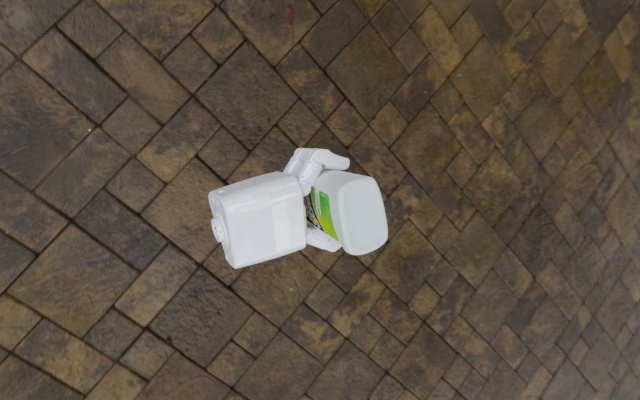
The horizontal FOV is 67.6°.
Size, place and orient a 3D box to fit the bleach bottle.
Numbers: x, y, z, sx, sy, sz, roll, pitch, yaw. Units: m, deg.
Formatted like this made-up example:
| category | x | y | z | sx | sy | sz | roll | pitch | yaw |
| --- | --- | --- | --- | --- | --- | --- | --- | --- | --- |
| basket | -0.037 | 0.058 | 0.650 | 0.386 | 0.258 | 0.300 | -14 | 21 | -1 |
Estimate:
| category | x | y | z | sx | sy | sz | roll | pitch | yaw |
| --- | --- | --- | --- | --- | --- | --- | --- | --- | --- |
| bleach bottle | 0.000 | 0.002 | 0.709 | 0.068 | 0.102 | 0.251 | -18 | 15 | -23 |
